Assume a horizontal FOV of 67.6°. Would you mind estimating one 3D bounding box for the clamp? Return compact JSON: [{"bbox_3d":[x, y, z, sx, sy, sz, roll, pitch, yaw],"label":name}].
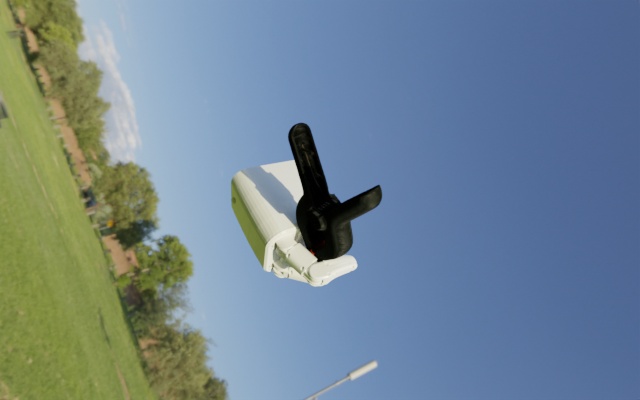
[{"bbox_3d":[0.001,0.002,0.507,0.039,0.120,0.172,-24,-26,-28],"label":"clamp"}]
